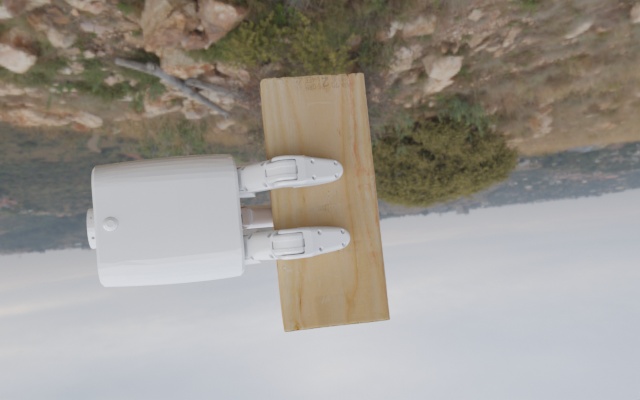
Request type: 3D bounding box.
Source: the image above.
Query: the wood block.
[{"bbox_3d":[0.000,0.002,0.432,0.090,0.206,0.091,-5,-3,-6],"label":"wood block"}]
